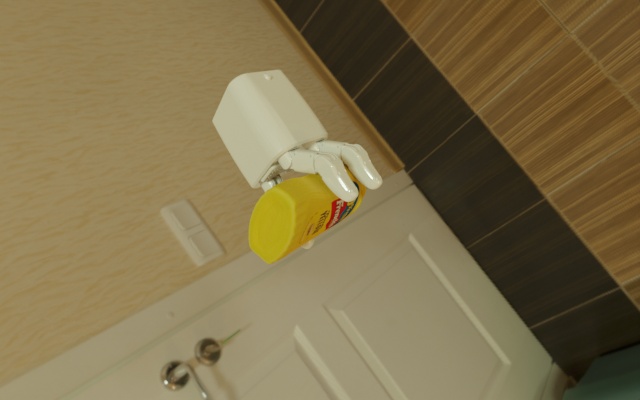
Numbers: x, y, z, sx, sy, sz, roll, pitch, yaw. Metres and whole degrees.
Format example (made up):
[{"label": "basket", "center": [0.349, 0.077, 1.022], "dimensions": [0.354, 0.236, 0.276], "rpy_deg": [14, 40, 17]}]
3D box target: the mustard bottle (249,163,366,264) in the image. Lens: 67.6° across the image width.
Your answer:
[{"label": "mustard bottle", "center": [0.000, 0.002, 0.576], "dimensions": [0.058, 0.096, 0.191], "rpy_deg": [37, 35, 20]}]
